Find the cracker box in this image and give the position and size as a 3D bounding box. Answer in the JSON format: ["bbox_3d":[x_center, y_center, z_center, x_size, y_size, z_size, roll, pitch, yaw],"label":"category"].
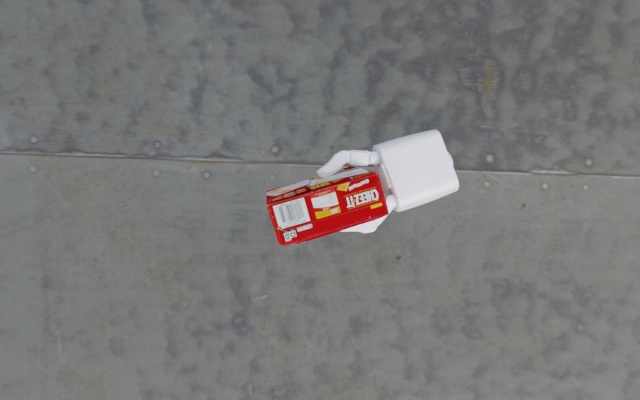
[{"bbox_3d":[0.000,0.002,0.763,0.164,0.072,0.213,-17,7,-5],"label":"cracker box"}]
